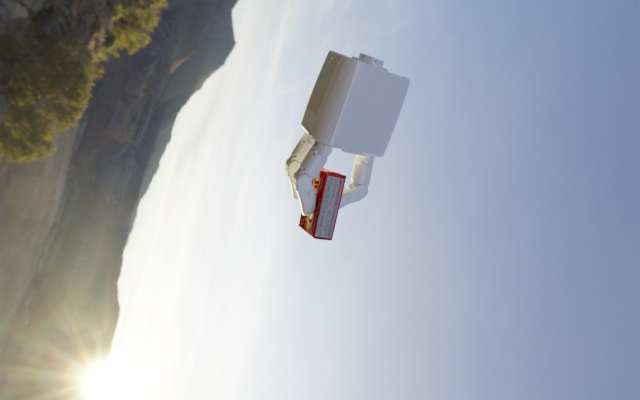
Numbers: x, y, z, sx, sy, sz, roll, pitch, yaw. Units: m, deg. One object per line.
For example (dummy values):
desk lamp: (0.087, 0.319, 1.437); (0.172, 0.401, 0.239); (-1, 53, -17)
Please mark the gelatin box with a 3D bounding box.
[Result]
gelatin box: (0.000, 0.003, 0.644); (0.030, 0.089, 0.073); (9, 7, -20)
